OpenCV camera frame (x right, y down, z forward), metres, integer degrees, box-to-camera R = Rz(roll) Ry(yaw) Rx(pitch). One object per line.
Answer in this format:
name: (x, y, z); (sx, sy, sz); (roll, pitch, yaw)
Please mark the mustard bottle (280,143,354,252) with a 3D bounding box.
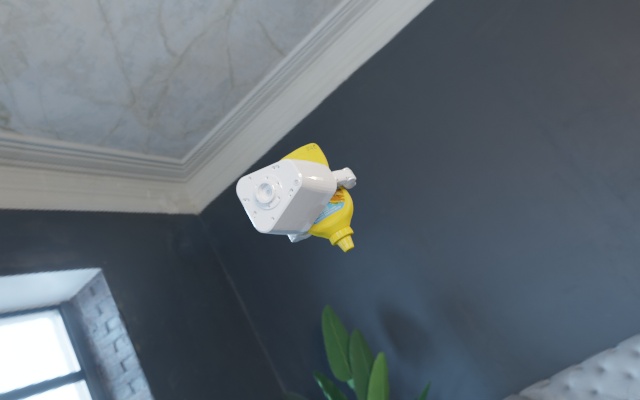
mustard bottle: (0.000, 0.003, 0.815); (0.096, 0.191, 0.058); (-31, -17, -1)
